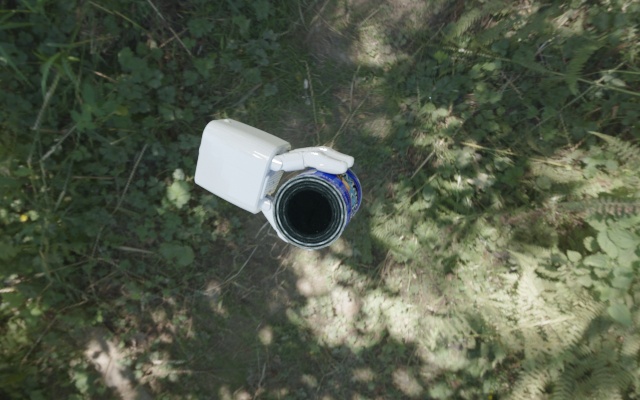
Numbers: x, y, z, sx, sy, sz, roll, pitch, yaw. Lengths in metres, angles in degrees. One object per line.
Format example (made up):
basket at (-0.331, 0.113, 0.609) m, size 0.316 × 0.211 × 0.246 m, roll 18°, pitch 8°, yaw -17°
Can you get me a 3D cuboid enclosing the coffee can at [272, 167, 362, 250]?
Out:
coffee can at (0.000, 0.002, 0.695) m, size 0.103 × 0.103 × 0.140 m, roll 0°, pitch 12°, yaw 13°
